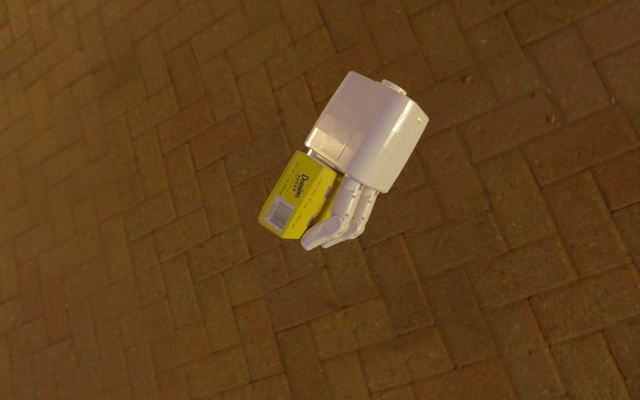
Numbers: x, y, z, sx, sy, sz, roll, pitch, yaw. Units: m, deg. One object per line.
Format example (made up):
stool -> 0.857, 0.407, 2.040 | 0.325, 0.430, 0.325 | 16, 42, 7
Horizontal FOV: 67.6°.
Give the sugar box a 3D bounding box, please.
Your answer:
sugar box -> 0.001, 0.002, 0.595 | 0.048, 0.093, 0.176 | 35, 9, 24
